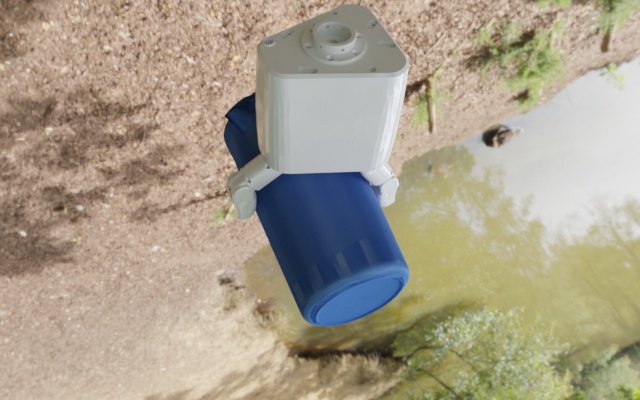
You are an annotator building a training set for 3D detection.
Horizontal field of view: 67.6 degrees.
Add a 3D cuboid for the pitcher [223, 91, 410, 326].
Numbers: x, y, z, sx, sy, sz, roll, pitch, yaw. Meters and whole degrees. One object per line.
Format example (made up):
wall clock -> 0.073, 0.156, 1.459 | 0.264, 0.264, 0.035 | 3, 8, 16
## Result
pitcher -> 0.000, 0.002, 0.505 | 0.149, 0.242, 0.145 | -15, -33, -15
